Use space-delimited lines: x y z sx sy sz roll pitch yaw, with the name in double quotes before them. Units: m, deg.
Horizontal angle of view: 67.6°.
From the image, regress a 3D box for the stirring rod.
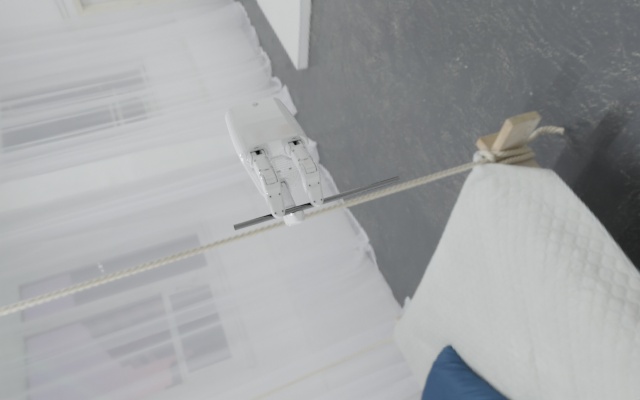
"stirring rod" 0.000 0.002 0.647 0.239 0.011 0.011 -16 4 -16
